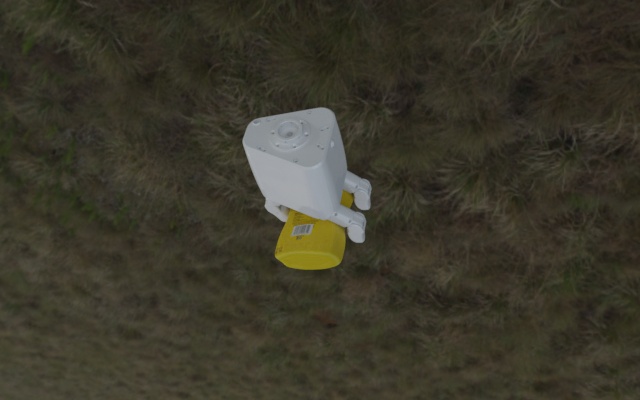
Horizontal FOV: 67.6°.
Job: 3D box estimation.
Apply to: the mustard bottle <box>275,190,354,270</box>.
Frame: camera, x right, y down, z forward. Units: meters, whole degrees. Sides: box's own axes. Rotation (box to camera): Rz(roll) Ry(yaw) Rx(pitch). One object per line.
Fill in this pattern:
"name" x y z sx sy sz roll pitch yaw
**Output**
"mustard bottle" 0.000 0.003 0.689 0.096 0.191 0.058 -9 -36 34
